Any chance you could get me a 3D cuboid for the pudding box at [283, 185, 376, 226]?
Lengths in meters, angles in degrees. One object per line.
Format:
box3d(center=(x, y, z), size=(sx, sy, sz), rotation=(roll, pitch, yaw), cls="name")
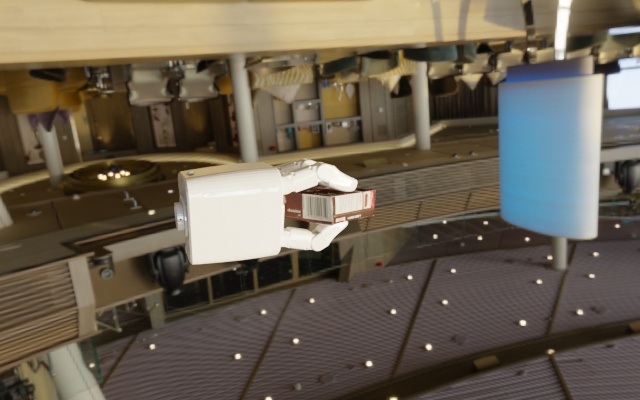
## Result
box3d(center=(0.000, 0.002, 0.615), size=(0.113, 0.039, 0.090), rotation=(9, 13, 39), cls="pudding box")
